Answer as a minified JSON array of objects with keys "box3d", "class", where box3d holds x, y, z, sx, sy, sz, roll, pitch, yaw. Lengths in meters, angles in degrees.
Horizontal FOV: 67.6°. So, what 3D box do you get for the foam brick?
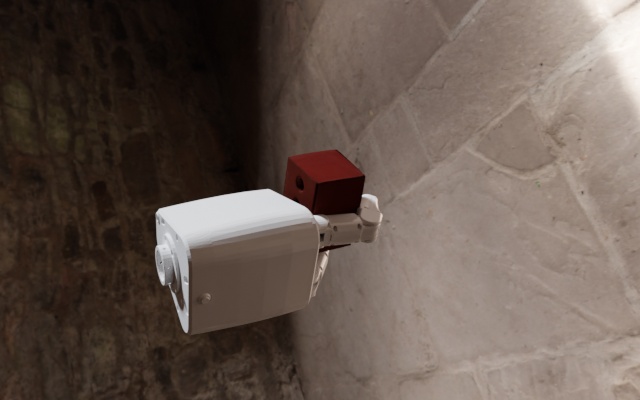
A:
[{"box3d":[0.000,0.001,0.432,0.051,0.078,0.053,-9,35,-29],"class":"foam brick"}]
